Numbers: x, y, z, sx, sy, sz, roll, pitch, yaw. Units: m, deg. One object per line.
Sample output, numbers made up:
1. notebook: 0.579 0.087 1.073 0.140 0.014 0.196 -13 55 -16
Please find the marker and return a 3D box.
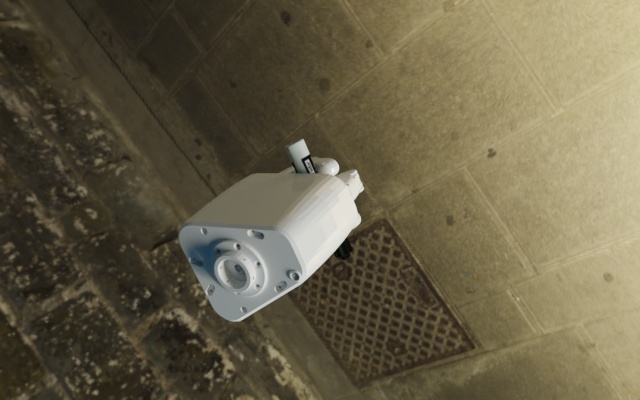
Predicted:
1. marker: 0.000 0.001 0.445 0.020 0.121 0.020 -23 12 5
